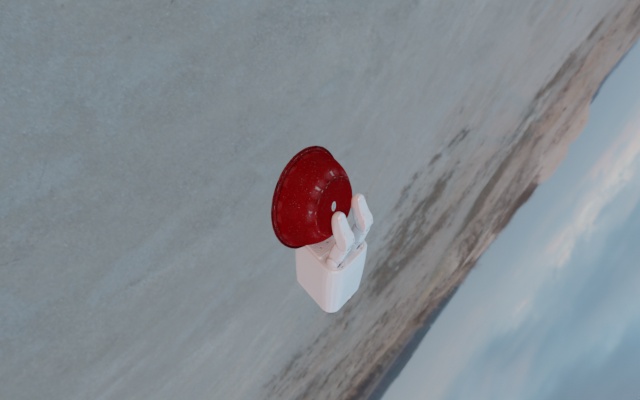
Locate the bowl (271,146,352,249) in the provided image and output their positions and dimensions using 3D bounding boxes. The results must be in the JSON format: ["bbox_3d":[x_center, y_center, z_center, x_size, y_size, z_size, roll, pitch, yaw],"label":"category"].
[{"bbox_3d":[0.000,0.002,0.710,0.055,0.162,0.162,18,10,34],"label":"bowl"}]
